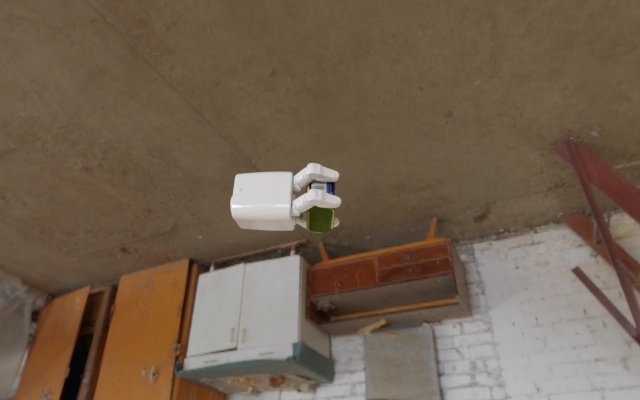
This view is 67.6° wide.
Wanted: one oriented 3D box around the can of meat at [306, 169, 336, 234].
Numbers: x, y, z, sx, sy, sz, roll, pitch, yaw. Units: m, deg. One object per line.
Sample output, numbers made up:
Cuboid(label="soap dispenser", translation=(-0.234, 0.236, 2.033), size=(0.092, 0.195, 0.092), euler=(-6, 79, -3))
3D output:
Cuboid(label="can of meat", translation=(0.000, 0.003, 0.898), size=(0.057, 0.084, 0.102), euler=(2, -34, -1))
